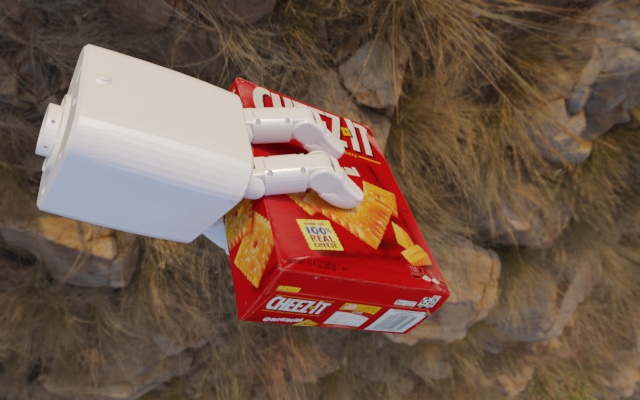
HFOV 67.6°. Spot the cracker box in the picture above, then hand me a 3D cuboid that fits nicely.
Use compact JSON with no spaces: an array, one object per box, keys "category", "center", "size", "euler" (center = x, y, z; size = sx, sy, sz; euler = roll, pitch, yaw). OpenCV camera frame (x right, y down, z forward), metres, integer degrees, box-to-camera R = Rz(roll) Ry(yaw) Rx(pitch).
[{"category":"cracker box","center":[0.000,0.002,0.415],"size":[0.164,0.213,0.072],"euler":[15,-49,-33]}]
